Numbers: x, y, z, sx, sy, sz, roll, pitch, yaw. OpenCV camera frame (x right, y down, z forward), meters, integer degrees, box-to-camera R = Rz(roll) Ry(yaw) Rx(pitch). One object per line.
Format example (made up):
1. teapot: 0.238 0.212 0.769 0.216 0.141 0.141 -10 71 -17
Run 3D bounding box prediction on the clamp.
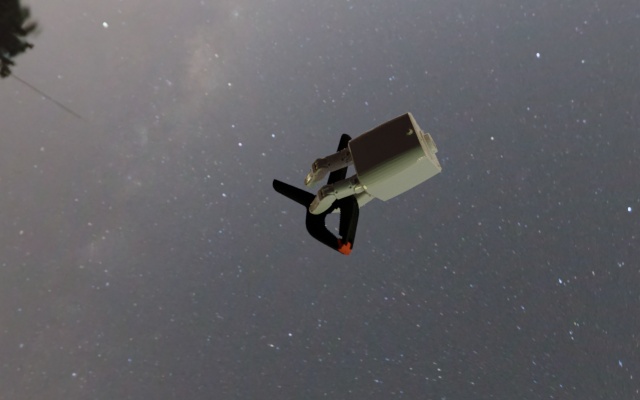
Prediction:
1. clamp: 0.001 0.003 0.788 0.164 0.209 0.036 -27 -37 20
